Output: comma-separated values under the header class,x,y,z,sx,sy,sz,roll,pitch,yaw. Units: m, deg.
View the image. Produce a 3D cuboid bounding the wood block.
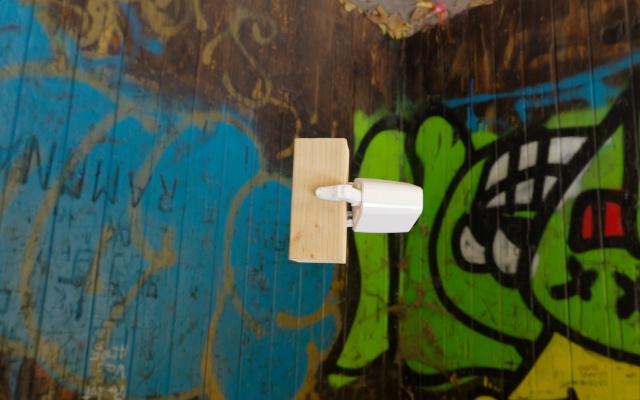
class,x,y,z,sx,sy,sz,roll,pitch,yaw
wood block,0.000,0.003,0.834,0.090,0.206,0.091,1,-10,7
